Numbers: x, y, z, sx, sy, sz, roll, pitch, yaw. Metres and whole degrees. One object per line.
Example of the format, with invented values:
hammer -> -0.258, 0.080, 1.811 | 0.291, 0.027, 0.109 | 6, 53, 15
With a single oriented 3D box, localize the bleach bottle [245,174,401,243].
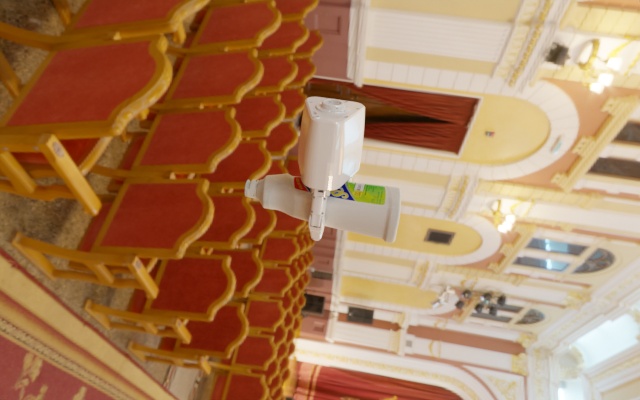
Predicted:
bleach bottle -> 0.000, 0.003, 0.771 | 0.251, 0.068, 0.102 | 9, 29, 6
